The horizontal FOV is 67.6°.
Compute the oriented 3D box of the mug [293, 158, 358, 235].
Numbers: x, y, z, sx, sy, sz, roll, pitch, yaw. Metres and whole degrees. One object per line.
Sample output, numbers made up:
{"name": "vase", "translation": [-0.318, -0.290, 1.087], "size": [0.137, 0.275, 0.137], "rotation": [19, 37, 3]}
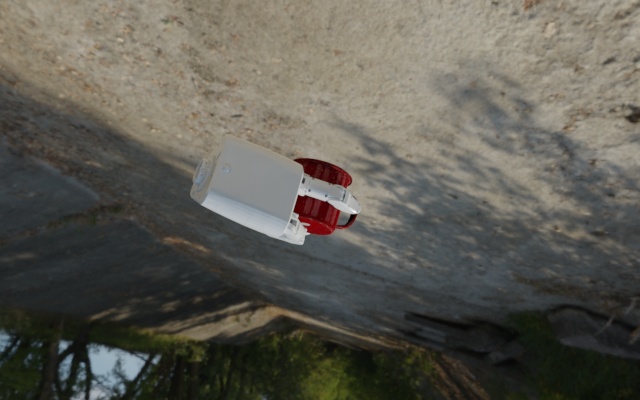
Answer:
{"name": "mug", "translation": [0.001, 0.003, 0.669], "size": [0.117, 0.081, 0.093], "rotation": [24, -19, -23]}
